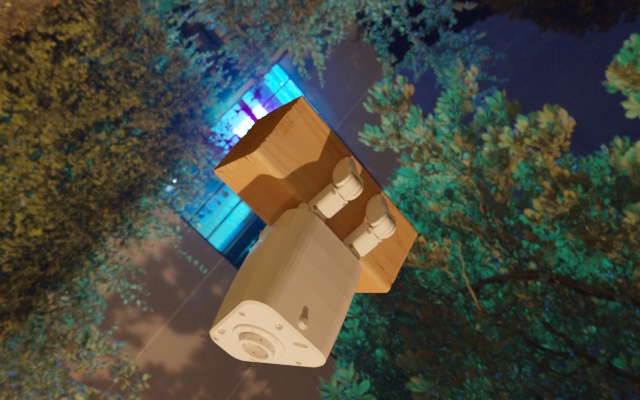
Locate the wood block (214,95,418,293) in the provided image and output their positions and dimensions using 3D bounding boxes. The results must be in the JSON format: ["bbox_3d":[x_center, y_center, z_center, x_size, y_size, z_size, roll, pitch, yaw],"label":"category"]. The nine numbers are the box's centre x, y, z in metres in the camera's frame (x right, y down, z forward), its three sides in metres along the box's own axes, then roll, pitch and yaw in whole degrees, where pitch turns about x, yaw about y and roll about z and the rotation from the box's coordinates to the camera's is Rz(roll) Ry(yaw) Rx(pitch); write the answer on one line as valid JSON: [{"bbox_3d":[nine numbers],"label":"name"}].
[{"bbox_3d":[0.000,0.002,0.519,0.206,0.090,0.091,48,-34,-22],"label":"wood block"}]
